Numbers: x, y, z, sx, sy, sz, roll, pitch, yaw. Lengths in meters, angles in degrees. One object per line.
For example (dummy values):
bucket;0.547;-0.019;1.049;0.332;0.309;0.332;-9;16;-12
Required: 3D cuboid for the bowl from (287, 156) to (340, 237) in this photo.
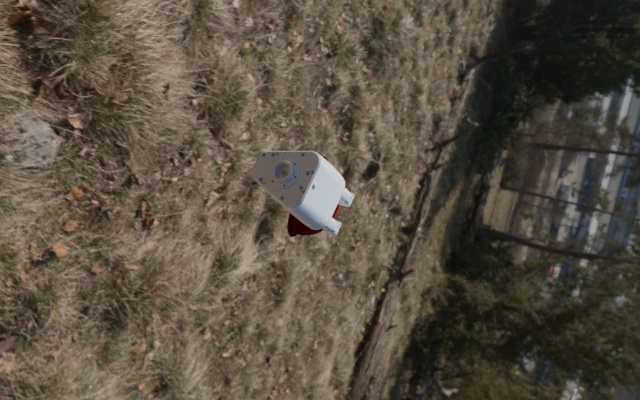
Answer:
bowl;0.001;0.003;0.883;0.055;0.162;0.162;23;5;13
